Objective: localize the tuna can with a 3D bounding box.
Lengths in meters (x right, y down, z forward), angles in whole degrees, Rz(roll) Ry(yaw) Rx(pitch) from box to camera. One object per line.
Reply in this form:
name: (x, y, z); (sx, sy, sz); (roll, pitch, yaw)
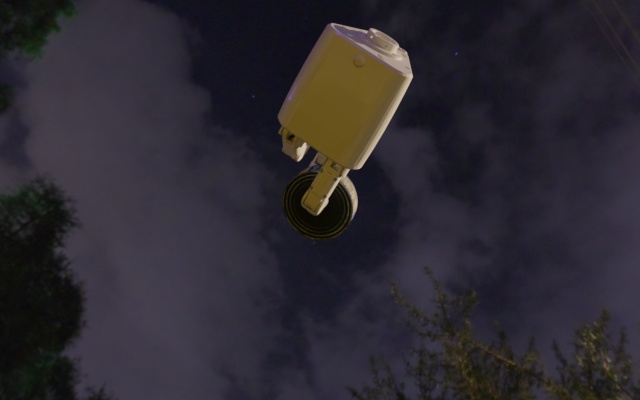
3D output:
tuna can: (0.000, 0.002, 0.564); (0.086, 0.086, 0.033); (0, 20, 18)
